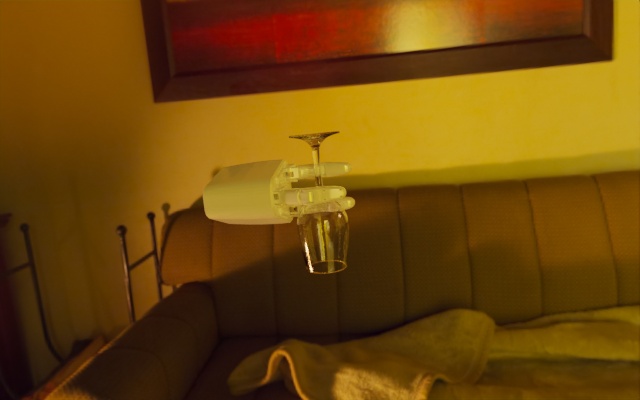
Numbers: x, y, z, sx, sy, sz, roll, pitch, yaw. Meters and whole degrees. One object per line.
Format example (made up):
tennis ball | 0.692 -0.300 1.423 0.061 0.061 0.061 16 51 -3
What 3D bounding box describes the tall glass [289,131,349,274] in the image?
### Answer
tall glass | 0.000 0.002 0.701 0.079 0.201 0.079 -6 8 1
